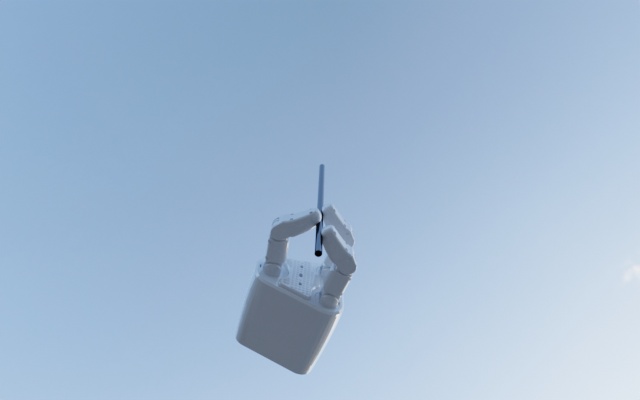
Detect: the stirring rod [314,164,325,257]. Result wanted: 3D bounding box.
[{"bbox_3d":[0.000,0.002,0.585,0.011,0.011,0.239,0,25,1],"label":"stirring rod"}]
